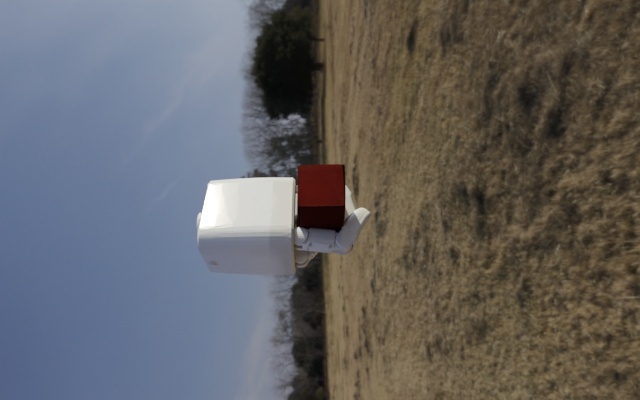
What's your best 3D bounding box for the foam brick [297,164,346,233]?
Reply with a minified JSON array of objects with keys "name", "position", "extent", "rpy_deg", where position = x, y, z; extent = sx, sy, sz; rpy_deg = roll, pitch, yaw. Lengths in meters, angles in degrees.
[{"name":"foam brick","position":[0.000,0.002,0.533],"extent":[0.051,0.053,0.078],"rpy_deg":[0,-29,-1]}]
